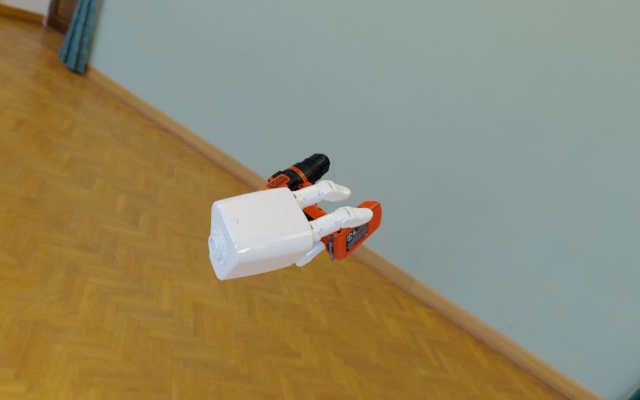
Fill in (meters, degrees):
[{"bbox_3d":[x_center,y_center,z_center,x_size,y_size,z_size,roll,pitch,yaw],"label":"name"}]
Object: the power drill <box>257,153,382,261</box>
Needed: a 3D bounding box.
[{"bbox_3d":[0.000,0.003,0.747,0.187,0.057,0.184,27,51,34],"label":"power drill"}]
